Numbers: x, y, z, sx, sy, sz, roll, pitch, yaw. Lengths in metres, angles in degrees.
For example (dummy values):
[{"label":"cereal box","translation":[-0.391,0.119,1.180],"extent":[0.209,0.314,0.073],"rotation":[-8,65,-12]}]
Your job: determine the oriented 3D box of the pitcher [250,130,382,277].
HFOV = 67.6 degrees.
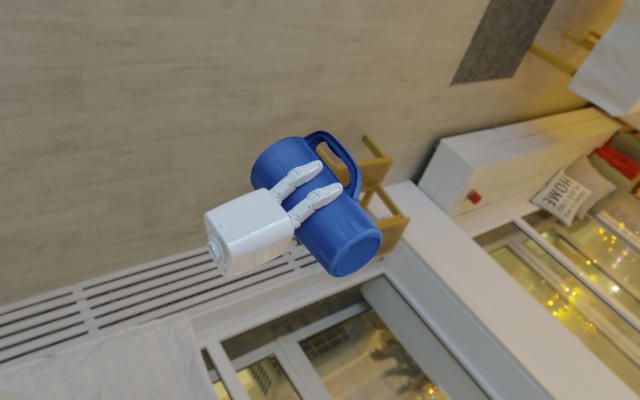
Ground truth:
[{"label":"pitcher","translation":[0.000,0.003,0.815],"extent":[0.145,0.149,0.242],"rotation":[-22,54,-29]}]
